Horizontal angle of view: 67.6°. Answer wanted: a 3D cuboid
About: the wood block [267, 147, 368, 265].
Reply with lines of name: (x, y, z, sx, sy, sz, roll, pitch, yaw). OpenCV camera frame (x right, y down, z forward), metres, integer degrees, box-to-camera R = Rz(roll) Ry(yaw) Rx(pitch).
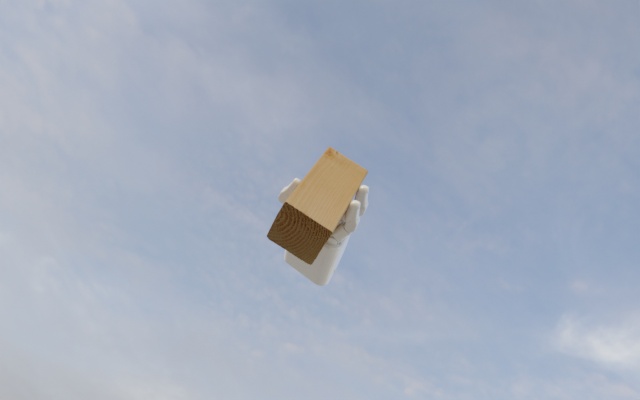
wood block: (0.000, 0.003, 0.839, 0.091, 0.090, 0.206, 32, 38, 1)
